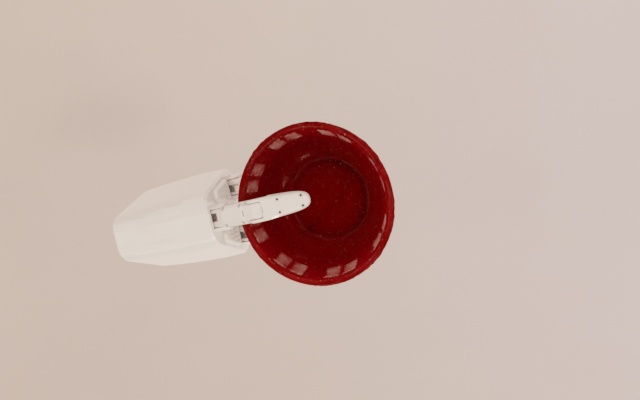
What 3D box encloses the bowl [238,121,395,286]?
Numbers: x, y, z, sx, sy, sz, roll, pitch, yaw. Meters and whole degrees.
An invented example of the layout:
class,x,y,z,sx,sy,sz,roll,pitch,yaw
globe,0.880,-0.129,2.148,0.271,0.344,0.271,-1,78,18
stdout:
class,x,y,z,sx,sy,sz,roll,pitch,yaw
bowl,0.001,0.002,0.487,0.162,0.162,0.055,0,8,19
